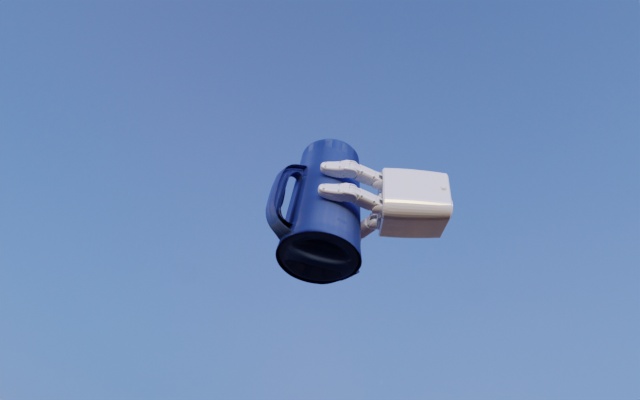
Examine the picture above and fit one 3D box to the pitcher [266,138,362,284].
[{"bbox_3d":[0.000,0.003,0.801,0.145,0.242,0.149,1,-44,6],"label":"pitcher"}]
